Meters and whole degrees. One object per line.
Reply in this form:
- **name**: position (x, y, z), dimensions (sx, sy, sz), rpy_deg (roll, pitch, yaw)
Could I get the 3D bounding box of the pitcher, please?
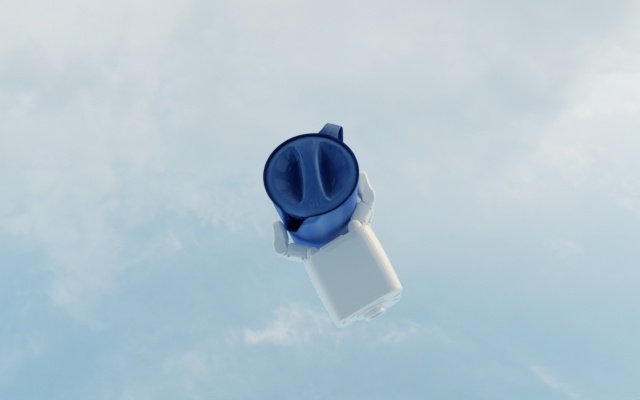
- **pitcher**: position (0.000, 0.003, 0.759), dimensions (0.149, 0.145, 0.243), rpy_deg (-26, -25, -7)
